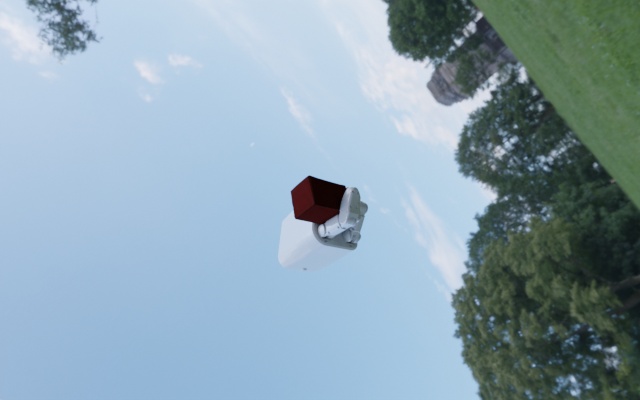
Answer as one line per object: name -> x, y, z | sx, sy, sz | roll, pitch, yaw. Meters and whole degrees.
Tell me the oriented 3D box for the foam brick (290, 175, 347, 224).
foam brick -> 0.000, 0.002, 0.743 | 0.078, 0.053, 0.051 | 15, -37, -38
